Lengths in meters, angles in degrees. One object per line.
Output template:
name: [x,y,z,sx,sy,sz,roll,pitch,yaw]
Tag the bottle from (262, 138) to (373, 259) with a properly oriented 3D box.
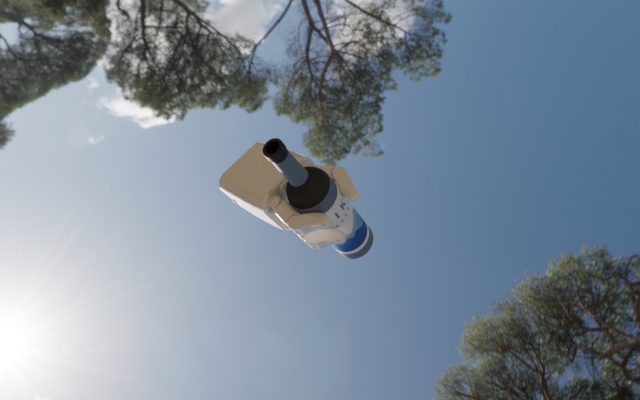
bottle: [0.000,0.002,0.687,0.069,0.069,0.296,0,-26,26]
